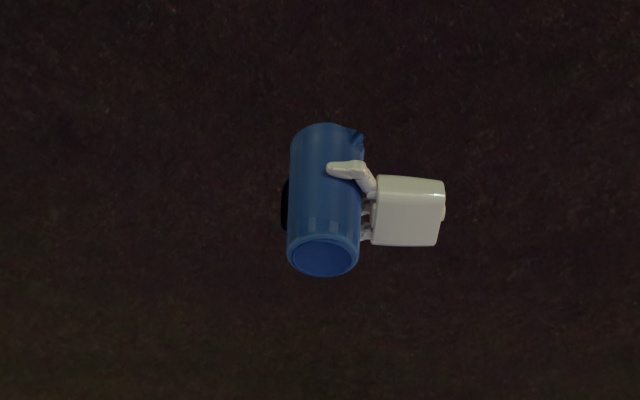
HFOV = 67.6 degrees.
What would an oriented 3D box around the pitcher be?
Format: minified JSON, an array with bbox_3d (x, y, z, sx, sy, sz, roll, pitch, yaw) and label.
[{"bbox_3d":[0.000,0.003,0.780,0.145,0.242,0.149,3,-43,0],"label":"pitcher"}]
